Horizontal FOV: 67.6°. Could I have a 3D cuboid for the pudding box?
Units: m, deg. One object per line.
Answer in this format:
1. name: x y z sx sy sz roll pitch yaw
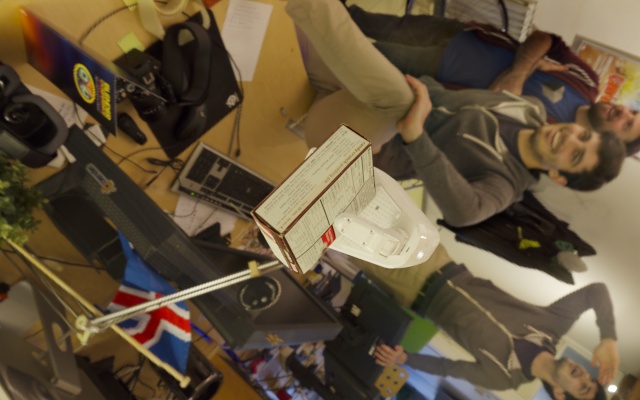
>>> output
1. pudding box: 0.000 0.001 0.418 0.039 0.113 0.090 34 -19 25
